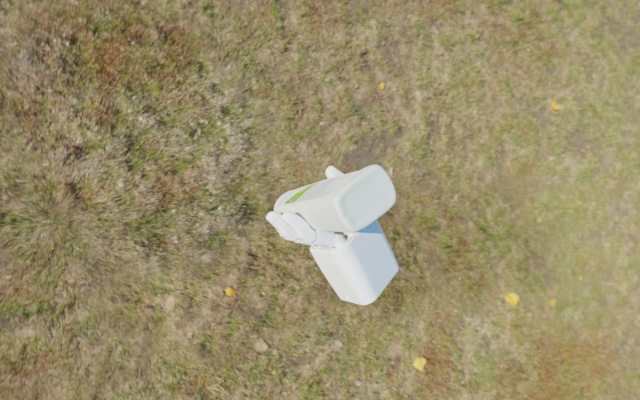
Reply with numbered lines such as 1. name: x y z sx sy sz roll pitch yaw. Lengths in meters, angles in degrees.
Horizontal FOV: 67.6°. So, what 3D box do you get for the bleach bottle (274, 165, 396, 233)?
1. bleach bottle: 0.000 0.002 0.740 0.102 0.068 0.251 -36 15 -26
